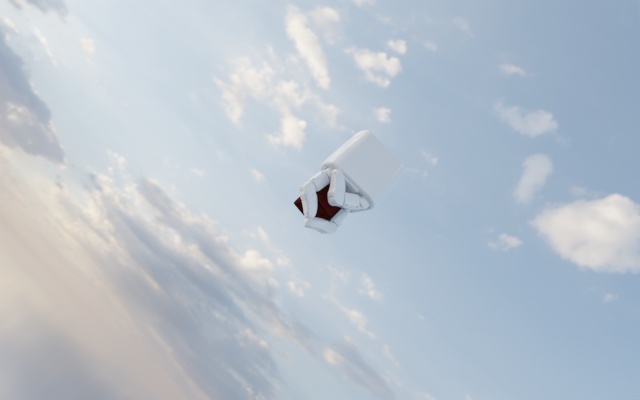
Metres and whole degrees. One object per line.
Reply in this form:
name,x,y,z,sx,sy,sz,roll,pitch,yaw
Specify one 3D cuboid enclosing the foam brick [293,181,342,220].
foam brick,0.000,0.003,0.849,0.051,0.053,0.078,-46,15,-27
